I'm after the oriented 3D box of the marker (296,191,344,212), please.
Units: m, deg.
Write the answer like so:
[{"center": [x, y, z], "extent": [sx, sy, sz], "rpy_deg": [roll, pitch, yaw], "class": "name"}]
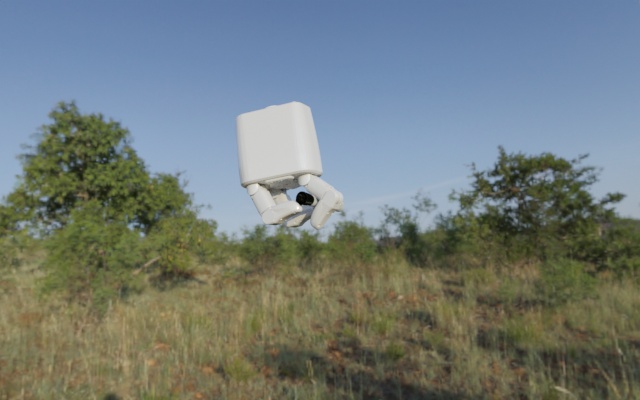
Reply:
[{"center": [0.000, 0.002, 0.687], "extent": [0.020, 0.020, 0.121], "rpy_deg": [0, -6, 28], "class": "marker"}]
